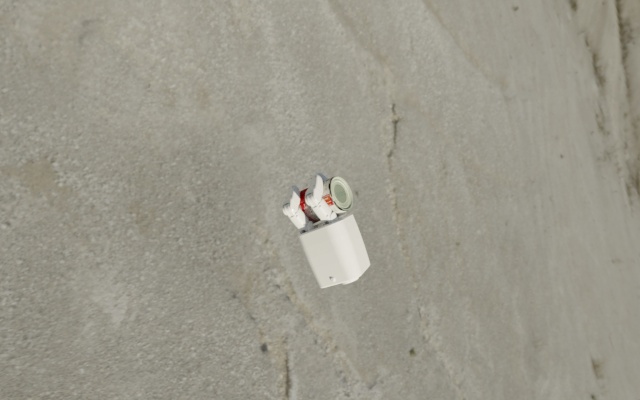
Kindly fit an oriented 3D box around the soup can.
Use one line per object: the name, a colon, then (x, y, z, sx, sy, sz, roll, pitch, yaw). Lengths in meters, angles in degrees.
soup can: (0.000, 0.002, 0.877, 0.102, 0.068, 0.068, -22, -13, 35)
